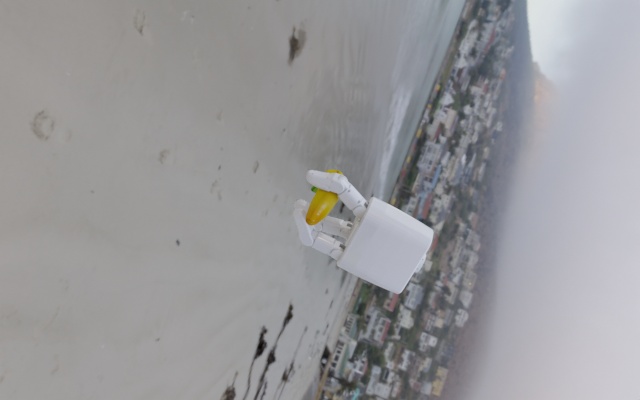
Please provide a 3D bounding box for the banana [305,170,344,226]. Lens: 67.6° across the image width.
[{"bbox_3d":[0.011,-0.013,0.756,0.037,0.069,0.197,34,13,-5],"label":"banana"}]
